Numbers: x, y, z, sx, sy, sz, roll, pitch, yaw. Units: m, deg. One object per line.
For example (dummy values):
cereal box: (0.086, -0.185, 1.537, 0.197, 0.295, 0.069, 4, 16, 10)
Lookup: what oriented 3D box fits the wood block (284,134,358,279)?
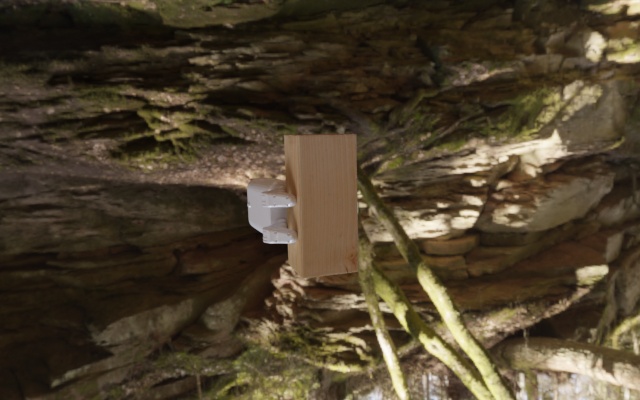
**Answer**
wood block: (0.000, 0.002, 0.729, 0.091, 0.206, 0.090, -4, 9, -17)
